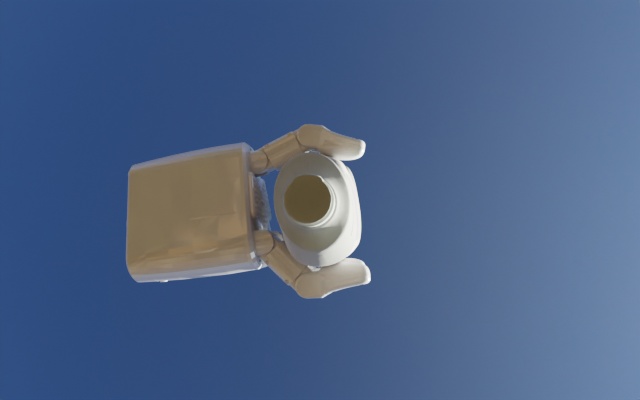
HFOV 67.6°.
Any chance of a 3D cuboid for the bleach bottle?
[{"bbox_3d":[0.000,0.001,0.400,0.068,0.102,0.251,-10,-5,3],"label":"bleach bottle"}]
